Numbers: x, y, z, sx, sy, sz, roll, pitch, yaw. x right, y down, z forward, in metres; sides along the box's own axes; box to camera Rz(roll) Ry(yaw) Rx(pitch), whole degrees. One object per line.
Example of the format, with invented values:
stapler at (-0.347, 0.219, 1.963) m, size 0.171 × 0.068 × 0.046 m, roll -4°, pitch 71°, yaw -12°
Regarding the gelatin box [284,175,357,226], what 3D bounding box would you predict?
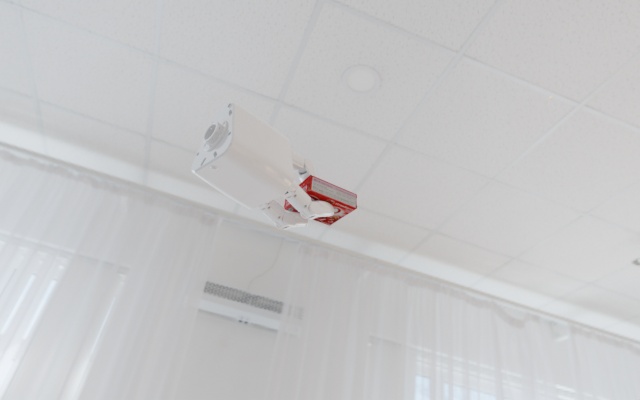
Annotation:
gelatin box at (0.000, 0.002, 0.737) m, size 0.089 × 0.030 × 0.073 m, roll 21°, pitch -35°, yaw -27°
